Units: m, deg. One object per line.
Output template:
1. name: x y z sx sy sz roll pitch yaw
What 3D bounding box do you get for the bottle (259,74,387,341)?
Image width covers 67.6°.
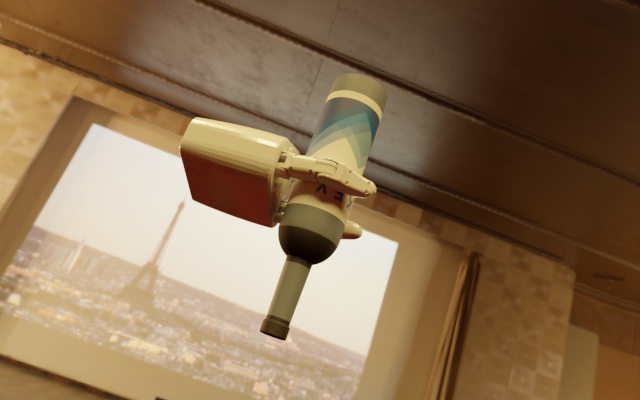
1. bottle: 0.000 0.001 0.513 0.069 0.295 0.069 17 -20 7
